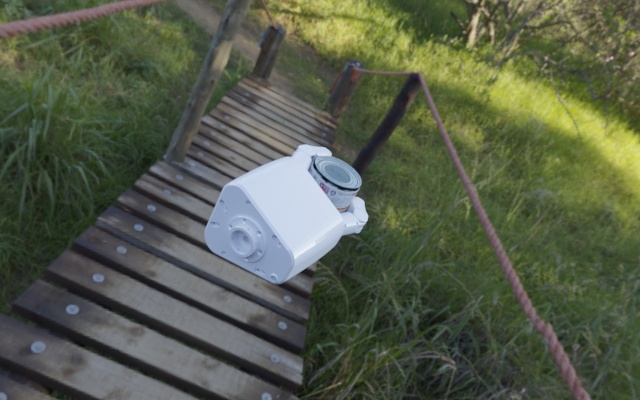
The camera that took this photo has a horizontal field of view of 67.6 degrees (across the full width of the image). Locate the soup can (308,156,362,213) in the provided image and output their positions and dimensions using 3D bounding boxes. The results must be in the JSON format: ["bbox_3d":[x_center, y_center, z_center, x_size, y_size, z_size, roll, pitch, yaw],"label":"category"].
[{"bbox_3d":[0.001,0.002,0.611,0.068,0.102,0.068,22,32,-14],"label":"soup can"}]
